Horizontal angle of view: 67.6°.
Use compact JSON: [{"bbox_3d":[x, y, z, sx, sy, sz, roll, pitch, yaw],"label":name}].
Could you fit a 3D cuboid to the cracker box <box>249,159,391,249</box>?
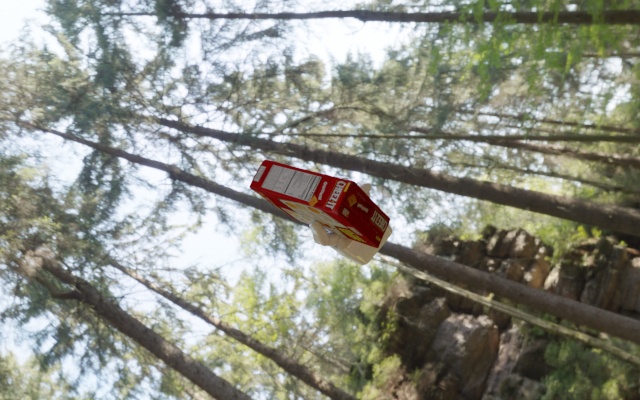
[{"bbox_3d":[0.000,0.003,0.884,0.213,0.072,0.164,16,-15,38],"label":"cracker box"}]
